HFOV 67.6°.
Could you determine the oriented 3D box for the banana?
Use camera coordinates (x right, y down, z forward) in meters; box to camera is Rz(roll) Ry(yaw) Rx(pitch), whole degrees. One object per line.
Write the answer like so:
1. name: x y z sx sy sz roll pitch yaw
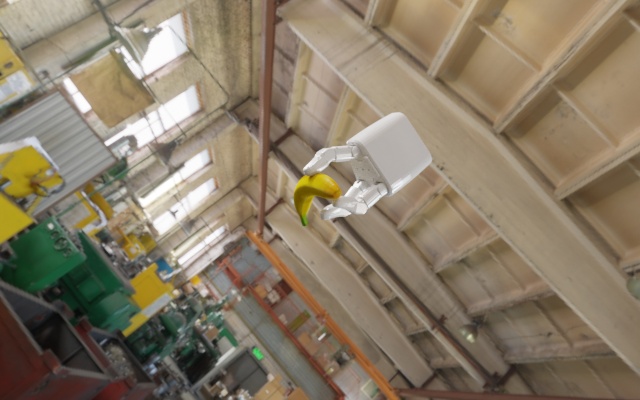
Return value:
1. banana: -0.011 -0.012 0.805 0.037 0.069 0.198 -32 -5 -21
